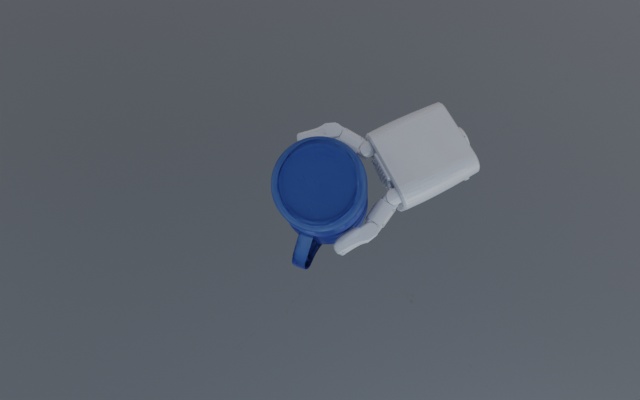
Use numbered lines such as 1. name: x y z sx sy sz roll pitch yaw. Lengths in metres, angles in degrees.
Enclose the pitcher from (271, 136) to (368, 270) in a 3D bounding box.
1. pitcher: 0.000 0.002 0.638 0.145 0.149 0.243 -25 -6 0
